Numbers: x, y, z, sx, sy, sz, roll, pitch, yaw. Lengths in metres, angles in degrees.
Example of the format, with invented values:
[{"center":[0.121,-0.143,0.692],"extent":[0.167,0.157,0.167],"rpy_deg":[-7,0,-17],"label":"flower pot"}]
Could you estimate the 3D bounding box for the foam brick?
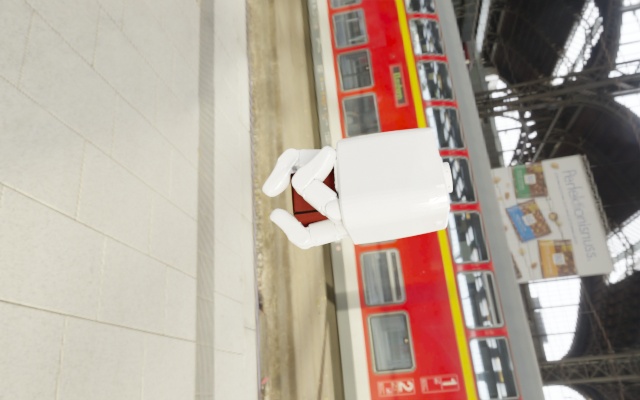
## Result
[{"center":[0.000,0.002,0.557],"extent":[0.051,0.053,0.078],"rpy_deg":[-9,-21,9],"label":"foam brick"}]
